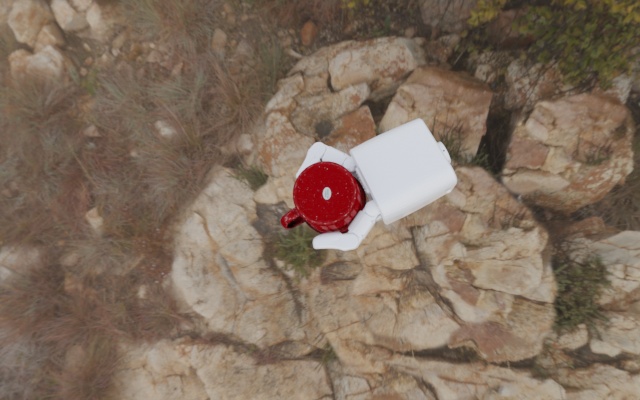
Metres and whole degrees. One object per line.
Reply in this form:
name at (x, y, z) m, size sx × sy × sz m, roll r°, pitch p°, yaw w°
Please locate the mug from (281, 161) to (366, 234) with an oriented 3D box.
mug at (-0.001, 0.003, 0.619) m, size 0.117 × 0.093 × 0.081 m, roll -27°, pitch -12°, yaw 4°
